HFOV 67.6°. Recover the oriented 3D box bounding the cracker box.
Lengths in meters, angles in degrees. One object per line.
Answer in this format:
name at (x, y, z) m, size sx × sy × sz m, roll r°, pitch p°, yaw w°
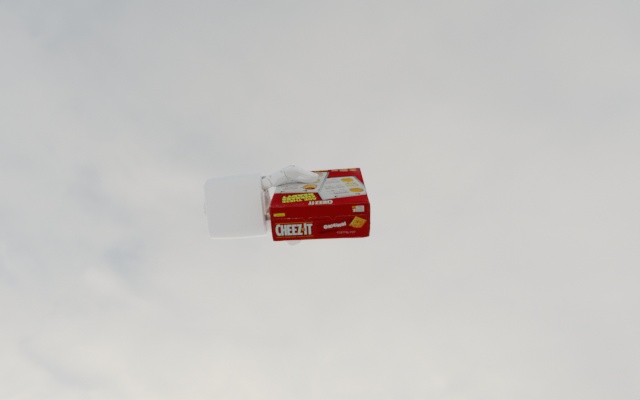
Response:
cracker box at (0.000, 0.003, 0.870) m, size 0.164 × 0.072 × 0.213 m, roll -3°, pitch 19°, yaw 1°
